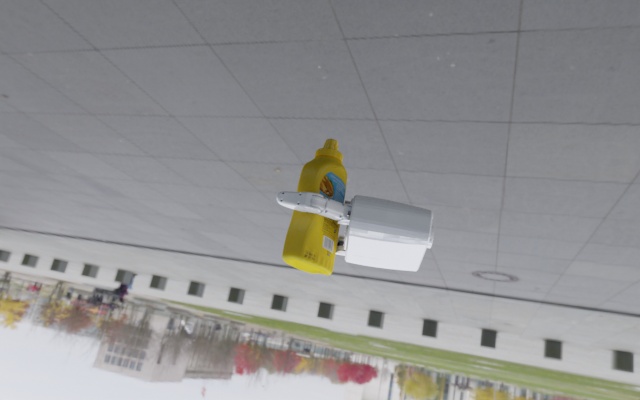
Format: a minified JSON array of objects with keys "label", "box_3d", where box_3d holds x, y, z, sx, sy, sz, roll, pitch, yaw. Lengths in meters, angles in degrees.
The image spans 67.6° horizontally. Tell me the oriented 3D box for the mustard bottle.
[{"label":"mustard bottle","box_3d":[0.000,0.002,0.672,0.058,0.191,0.096,1,-20,29]}]
